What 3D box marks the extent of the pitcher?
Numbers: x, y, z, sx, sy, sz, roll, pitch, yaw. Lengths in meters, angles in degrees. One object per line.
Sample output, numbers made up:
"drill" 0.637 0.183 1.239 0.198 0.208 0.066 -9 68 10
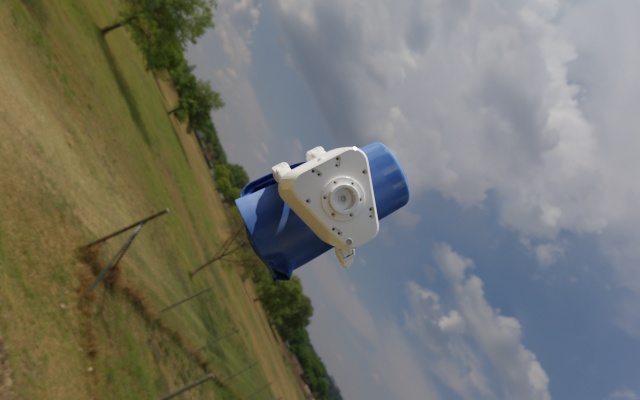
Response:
"pitcher" 0.000 0.002 0.719 0.243 0.149 0.145 -27 3 -9
